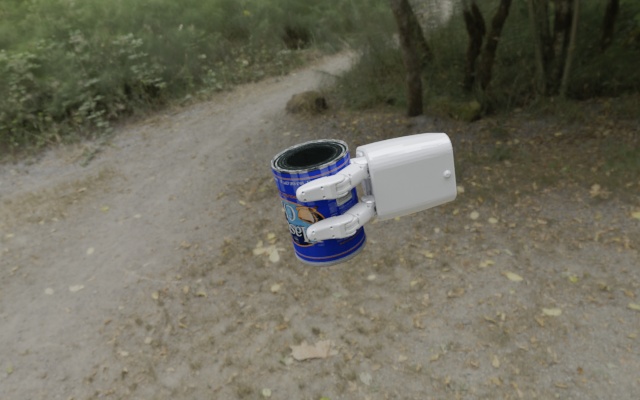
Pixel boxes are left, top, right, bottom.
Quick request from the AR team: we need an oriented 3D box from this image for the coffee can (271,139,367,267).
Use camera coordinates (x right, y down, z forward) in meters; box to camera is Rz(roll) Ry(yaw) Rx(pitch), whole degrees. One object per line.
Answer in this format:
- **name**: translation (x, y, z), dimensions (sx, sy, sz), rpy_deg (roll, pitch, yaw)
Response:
- **coffee can**: translation (0.000, 0.002, 0.641), dimensions (0.103, 0.140, 0.102), rpy_deg (-11, 26, 5)
